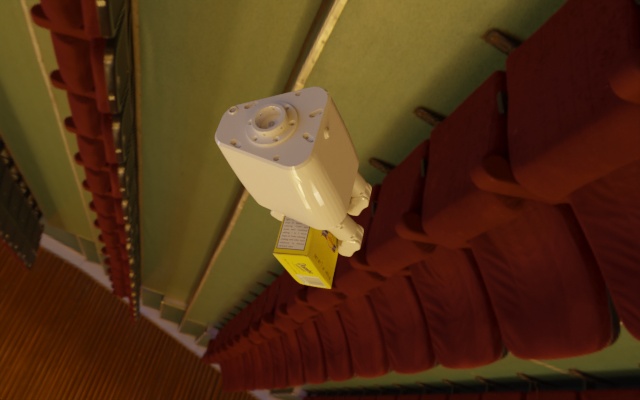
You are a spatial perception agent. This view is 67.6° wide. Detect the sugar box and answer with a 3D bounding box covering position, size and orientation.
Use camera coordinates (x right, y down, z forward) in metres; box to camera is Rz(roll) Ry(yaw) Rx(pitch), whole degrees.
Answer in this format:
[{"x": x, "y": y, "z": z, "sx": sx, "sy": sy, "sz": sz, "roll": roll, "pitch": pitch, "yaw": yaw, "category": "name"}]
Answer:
[{"x": 0.001, "y": 0.002, "z": 0.550, "sx": 0.048, "sy": 0.176, "sz": 0.093, "roll": 5, "pitch": -28, "yaw": 20, "category": "sugar box"}]
